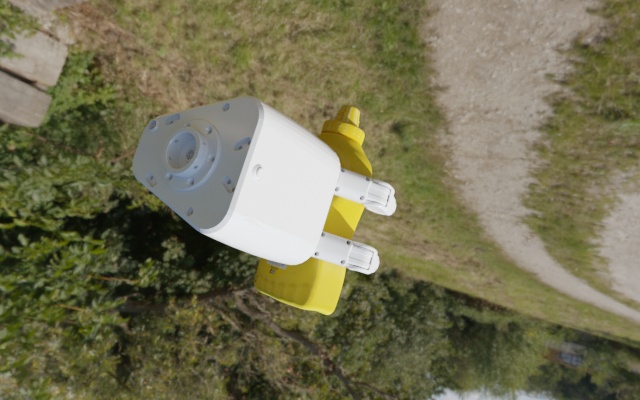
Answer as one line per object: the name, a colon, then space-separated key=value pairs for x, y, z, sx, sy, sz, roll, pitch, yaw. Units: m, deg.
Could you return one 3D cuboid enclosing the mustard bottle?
mustard bottle: x=0.000 y=0.002 z=0.447 sx=0.058 sy=0.191 sz=0.096 roll=22 pitch=-9 yaw=-34
